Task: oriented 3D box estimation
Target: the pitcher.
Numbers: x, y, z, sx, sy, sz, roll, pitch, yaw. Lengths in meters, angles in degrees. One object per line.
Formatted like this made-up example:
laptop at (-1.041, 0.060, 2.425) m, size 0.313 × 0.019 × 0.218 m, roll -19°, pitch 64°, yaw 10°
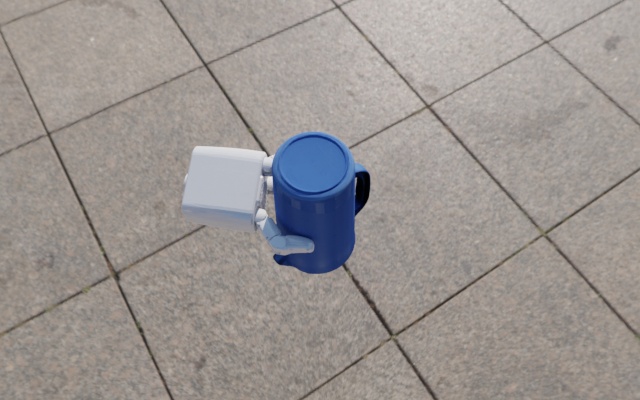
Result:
pitcher at (0.000, 0.002, 0.714) m, size 0.145 × 0.149 × 0.243 m, roll 8°, pitch -28°, yaw 4°
